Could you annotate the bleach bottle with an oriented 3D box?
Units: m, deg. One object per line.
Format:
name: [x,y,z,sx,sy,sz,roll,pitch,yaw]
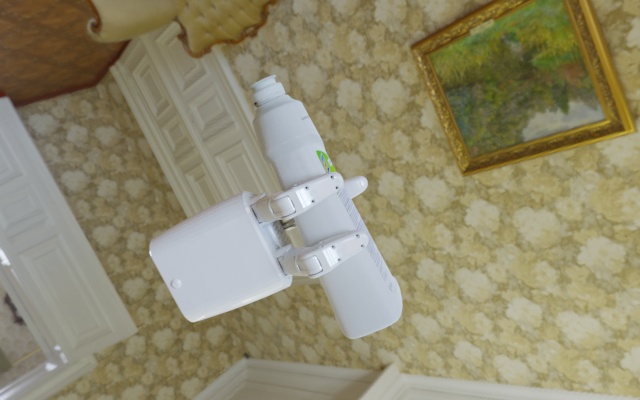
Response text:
bleach bottle: [0.000,0.002,0.464,0.068,0.251,0.102,-24,9,8]
